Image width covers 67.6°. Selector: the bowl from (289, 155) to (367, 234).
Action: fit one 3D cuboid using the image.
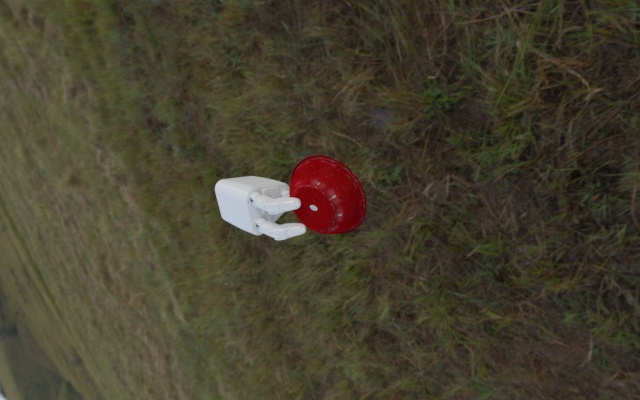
[{"bbox_3d":[0.001,0.003,0.856,0.162,0.162,0.055,0,27,34],"label":"bowl"}]
